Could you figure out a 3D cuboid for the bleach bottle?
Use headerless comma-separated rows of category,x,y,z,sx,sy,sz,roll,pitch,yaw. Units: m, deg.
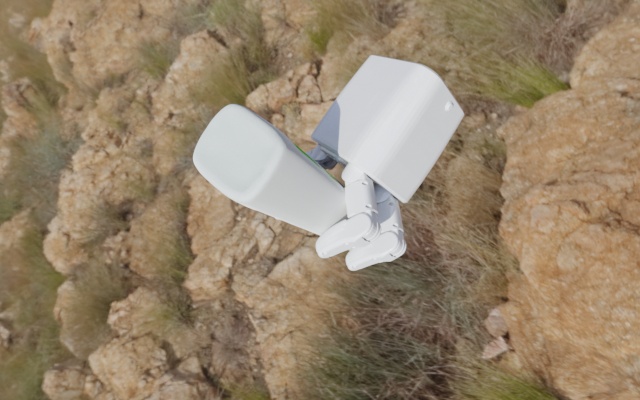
bleach bottle,0.000,0.002,0.473,0.102,0.068,0.251,37,4,39
